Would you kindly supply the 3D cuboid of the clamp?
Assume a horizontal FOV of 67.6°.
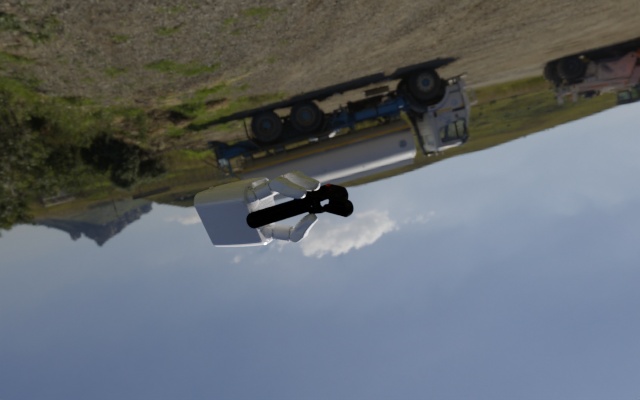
[{"bbox_3d":[0.000,0.003,0.771,0.164,0.036,0.210,-5,10,24],"label":"clamp"}]
